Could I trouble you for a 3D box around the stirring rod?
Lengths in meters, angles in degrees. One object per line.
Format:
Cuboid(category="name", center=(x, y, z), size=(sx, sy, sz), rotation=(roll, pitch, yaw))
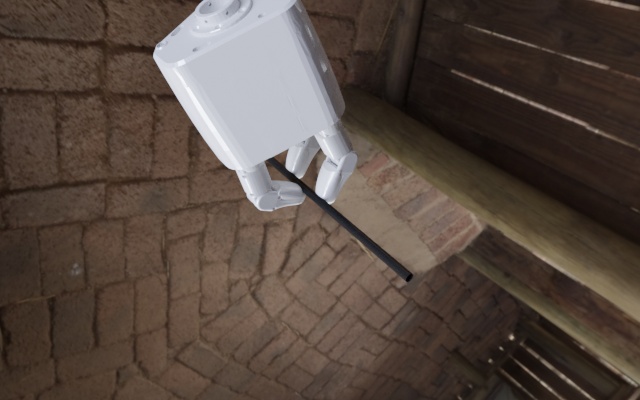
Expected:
Cuboid(category="stirring rod", center=(0.000, 0.001, 0.448), size=(0.011, 0.011, 0.239), rotation=(0, 29, -41))
